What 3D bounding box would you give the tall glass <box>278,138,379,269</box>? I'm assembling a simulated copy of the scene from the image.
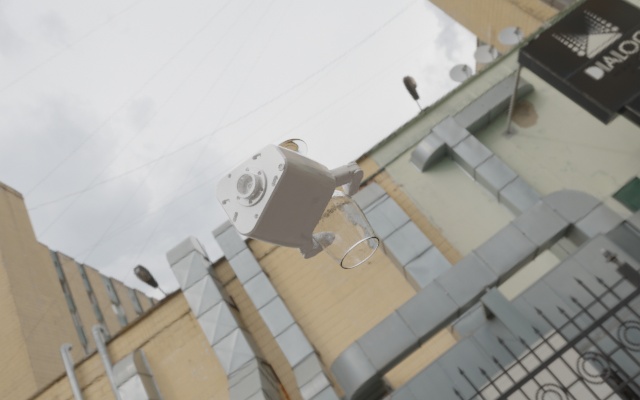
[{"bbox_3d":[0.000,0.002,0.678,0.079,0.079,0.201,0,43,-47],"label":"tall glass"}]
